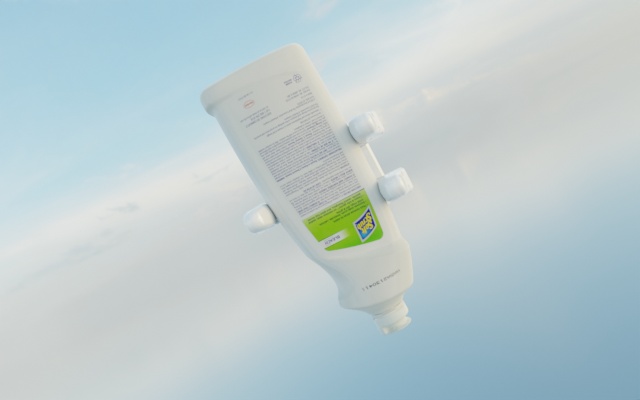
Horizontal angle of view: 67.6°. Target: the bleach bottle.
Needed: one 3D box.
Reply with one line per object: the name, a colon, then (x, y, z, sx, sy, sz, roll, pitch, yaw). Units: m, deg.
bleach bottle: (0.000, 0.001, 0.410, 0.102, 0.251, 0.068, -27, 1, 3)
